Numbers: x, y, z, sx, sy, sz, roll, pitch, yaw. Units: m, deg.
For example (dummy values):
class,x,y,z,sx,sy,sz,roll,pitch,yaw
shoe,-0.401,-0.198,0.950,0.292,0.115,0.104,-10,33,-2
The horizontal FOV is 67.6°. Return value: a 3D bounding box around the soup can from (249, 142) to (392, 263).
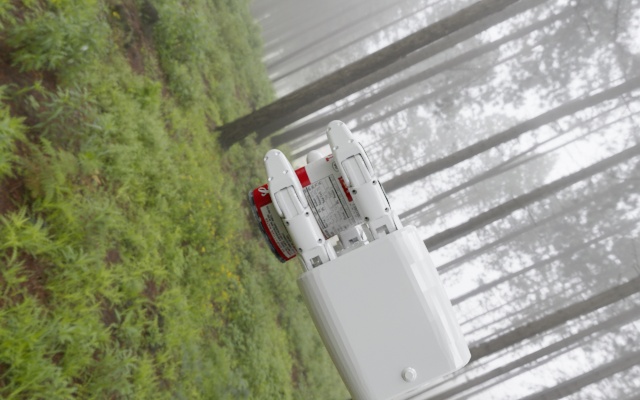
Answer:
class,x,y,z,sx,sy,sz,roll,pitch,yaw
soup can,0.000,0.001,0.404,0.102,0.068,0.068,-25,-2,4
